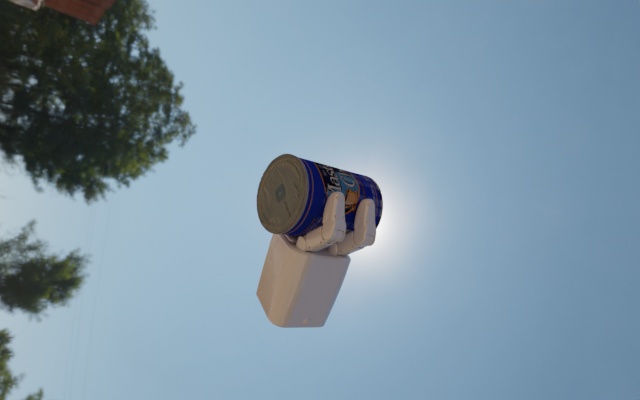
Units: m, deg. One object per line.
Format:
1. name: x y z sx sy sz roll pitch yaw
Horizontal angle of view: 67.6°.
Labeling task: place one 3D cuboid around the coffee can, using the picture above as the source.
1. coffee can: 0.000 0.002 0.645 0.140 0.103 0.103 12 -8 -40
